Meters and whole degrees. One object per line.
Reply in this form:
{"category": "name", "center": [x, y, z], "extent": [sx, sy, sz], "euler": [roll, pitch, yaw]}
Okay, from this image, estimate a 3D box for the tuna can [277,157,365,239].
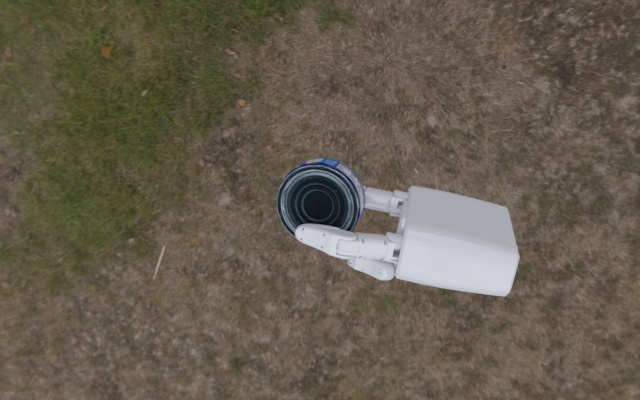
{"category": "tuna can", "center": [0.000, 0.002, 0.478], "extent": [0.086, 0.086, 0.033], "euler": [0, 15, 14]}
